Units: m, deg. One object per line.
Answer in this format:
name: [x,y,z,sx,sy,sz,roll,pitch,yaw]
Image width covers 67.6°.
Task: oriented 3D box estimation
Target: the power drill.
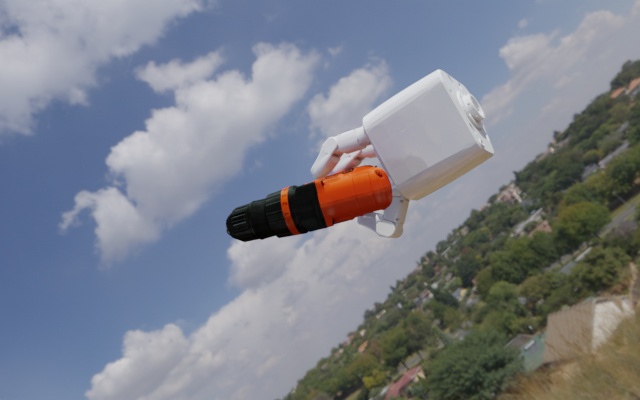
power drill: [0.000,0.002,0.571,0.184,0.057,0.187,-13,4,14]
